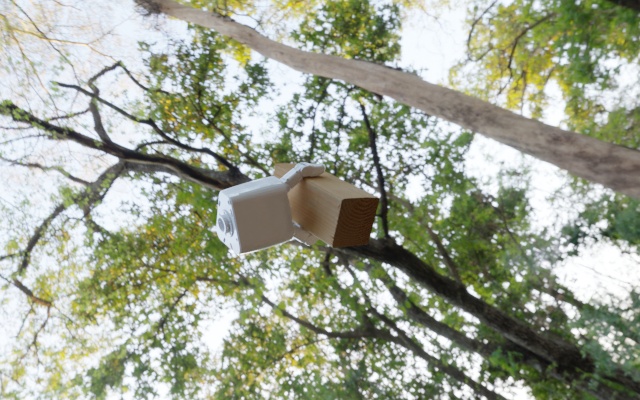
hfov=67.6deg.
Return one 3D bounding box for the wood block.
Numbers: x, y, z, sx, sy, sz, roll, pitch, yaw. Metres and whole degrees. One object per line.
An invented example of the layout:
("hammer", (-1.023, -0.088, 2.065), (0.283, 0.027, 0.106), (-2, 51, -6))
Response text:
("wood block", (0.000, 0.003, 0.887), (0.090, 0.091, 0.206), (-2, 21, -39))
